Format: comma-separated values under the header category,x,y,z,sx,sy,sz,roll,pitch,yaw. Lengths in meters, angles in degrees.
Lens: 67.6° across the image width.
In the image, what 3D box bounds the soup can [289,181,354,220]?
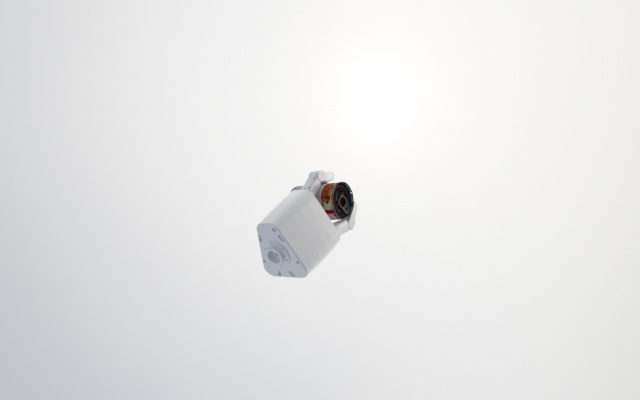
category,x,y,z,sx,sy,sz,roll,pitch,yaw
soup can,0.000,0.002,0.861,0.102,0.068,0.068,-4,-2,37
